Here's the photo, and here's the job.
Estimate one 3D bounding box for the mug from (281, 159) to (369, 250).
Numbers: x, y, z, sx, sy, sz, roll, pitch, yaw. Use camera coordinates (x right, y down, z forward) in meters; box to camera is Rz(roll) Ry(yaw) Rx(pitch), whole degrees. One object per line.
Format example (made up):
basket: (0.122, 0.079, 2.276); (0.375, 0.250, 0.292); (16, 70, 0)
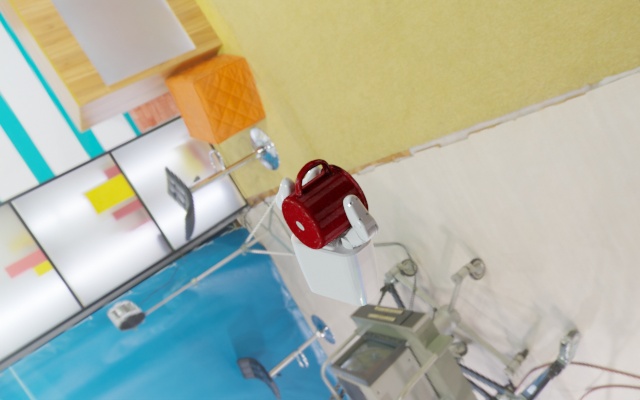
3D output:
mug: (0.000, 0.001, 0.625); (0.081, 0.117, 0.093); (-35, 38, -26)
